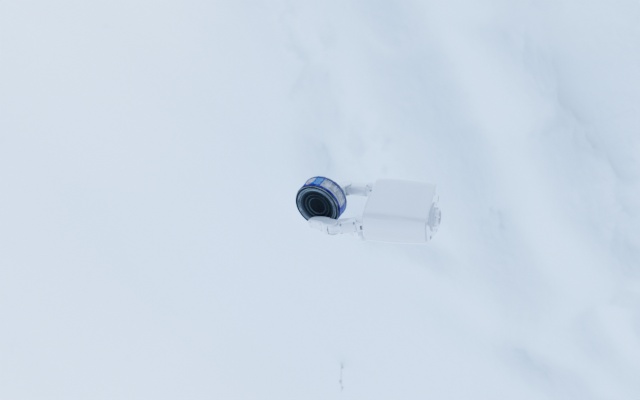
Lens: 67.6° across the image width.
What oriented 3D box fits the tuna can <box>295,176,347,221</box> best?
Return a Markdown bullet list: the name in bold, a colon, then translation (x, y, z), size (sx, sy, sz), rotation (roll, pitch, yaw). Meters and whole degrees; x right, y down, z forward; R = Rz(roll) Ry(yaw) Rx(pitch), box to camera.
- **tuna can**: translation (0.000, 0.003, 0.828), size (0.086, 0.086, 0.033), rotation (0, 31, 30)
